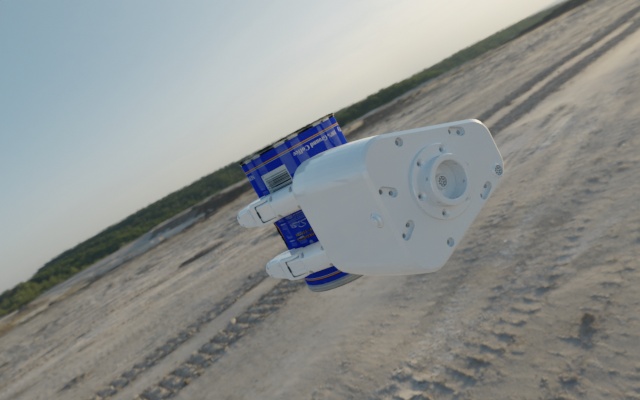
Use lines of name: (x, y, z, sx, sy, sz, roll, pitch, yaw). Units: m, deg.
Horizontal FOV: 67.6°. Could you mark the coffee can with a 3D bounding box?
coffee can: (0.000, 0.002, 0.463, 0.103, 0.140, 0.103, -28, 7, 4)
